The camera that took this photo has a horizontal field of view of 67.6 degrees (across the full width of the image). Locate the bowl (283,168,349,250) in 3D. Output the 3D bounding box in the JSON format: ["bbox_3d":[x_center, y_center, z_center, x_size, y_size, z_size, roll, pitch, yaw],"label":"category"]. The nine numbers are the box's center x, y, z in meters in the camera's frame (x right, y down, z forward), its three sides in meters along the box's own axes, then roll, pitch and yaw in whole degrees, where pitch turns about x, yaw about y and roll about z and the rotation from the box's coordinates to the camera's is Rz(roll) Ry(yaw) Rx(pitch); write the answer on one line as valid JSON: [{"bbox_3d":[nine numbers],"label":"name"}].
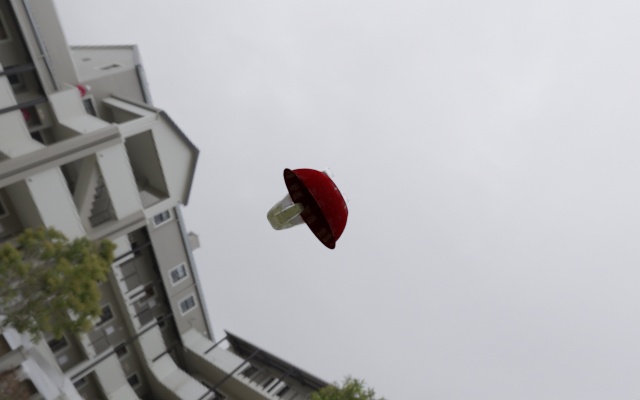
[{"bbox_3d":[0.001,0.003,0.822,0.055,0.162,0.162,-31,8,-14],"label":"bowl"}]
